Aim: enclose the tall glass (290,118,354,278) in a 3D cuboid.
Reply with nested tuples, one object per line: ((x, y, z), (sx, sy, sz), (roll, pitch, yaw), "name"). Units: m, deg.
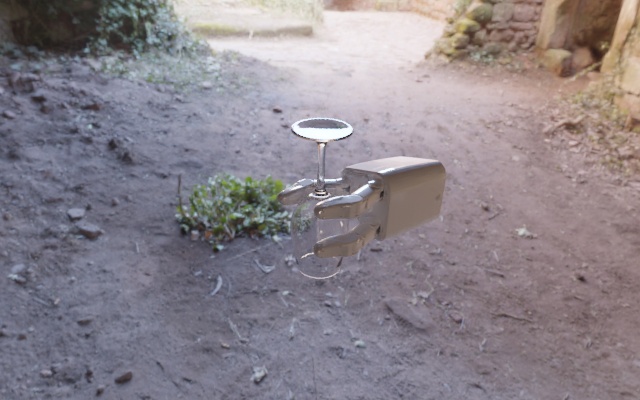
((0.000, 0.001, 0.612), (0.079, 0.201, 0.079), (1, 29, -1), "tall glass")
